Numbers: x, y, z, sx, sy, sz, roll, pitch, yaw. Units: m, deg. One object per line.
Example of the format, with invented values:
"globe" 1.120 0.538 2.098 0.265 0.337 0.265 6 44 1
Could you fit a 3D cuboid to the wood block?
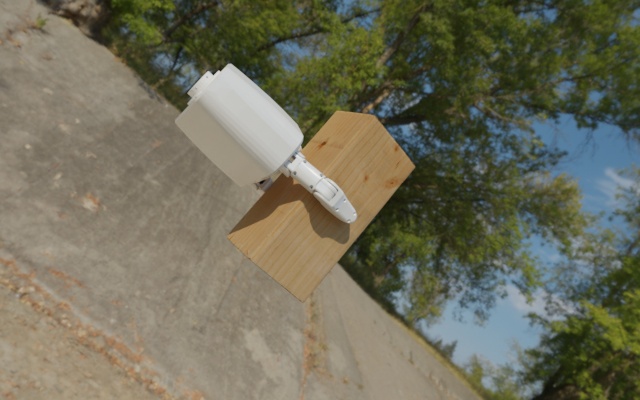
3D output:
"wood block" 0.000 0.002 0.562 0.090 0.206 0.091 45 -10 -29
